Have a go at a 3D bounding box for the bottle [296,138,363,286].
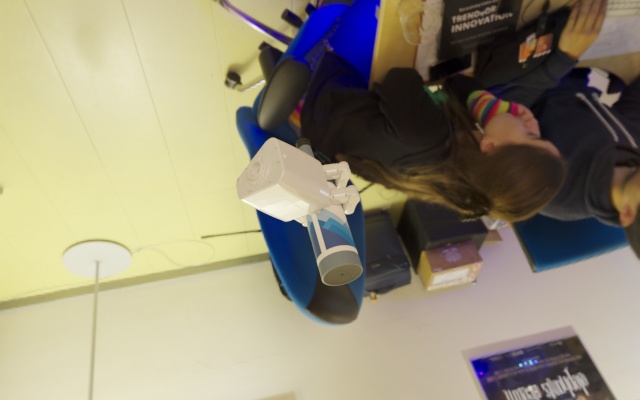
[{"bbox_3d":[0.000,0.003,0.831,0.069,0.295,0.069,-11,-37,-8],"label":"bottle"}]
